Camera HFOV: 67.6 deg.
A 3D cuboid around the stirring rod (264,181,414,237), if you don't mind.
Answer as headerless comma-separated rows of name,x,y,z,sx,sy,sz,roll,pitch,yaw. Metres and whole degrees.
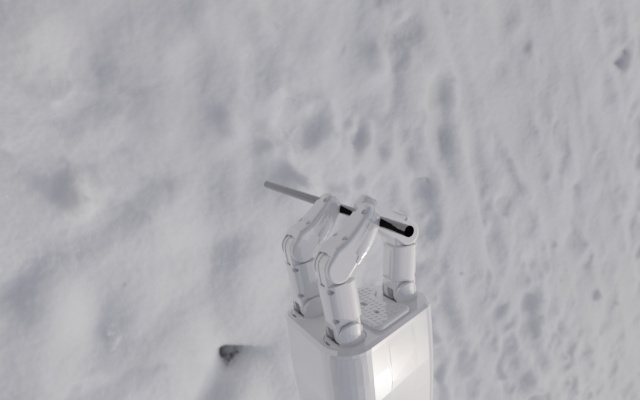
stirring rod,0.000,0.001,0.414,0.011,0.011,0.239,0,9,-29
